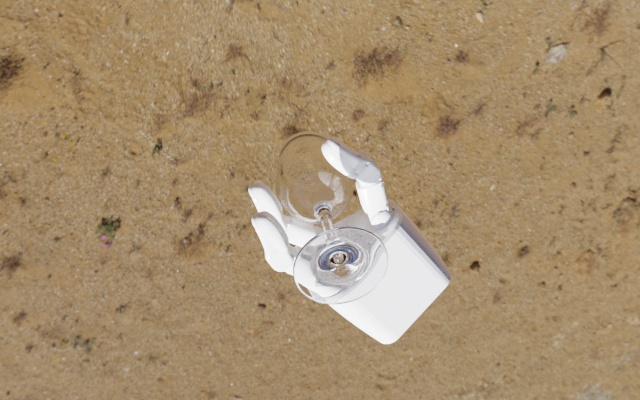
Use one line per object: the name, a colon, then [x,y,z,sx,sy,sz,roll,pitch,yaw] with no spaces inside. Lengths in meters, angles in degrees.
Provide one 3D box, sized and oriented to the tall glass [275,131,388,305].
tall glass: [0.000,0.002,0.447,0.079,0.079,0.201,0,31,-11]
